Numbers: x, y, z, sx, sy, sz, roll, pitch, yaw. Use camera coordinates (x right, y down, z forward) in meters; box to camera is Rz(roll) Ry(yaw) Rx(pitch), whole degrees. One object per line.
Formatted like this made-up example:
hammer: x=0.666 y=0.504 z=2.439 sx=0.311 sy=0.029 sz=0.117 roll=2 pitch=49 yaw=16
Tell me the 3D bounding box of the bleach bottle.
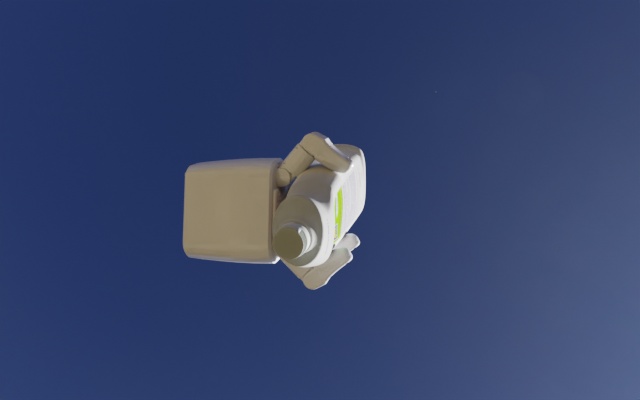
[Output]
bleach bottle: x=0.000 y=0.002 z=0.524 sx=0.068 sy=0.102 sz=0.250 roll=0 pitch=12 yaw=13
